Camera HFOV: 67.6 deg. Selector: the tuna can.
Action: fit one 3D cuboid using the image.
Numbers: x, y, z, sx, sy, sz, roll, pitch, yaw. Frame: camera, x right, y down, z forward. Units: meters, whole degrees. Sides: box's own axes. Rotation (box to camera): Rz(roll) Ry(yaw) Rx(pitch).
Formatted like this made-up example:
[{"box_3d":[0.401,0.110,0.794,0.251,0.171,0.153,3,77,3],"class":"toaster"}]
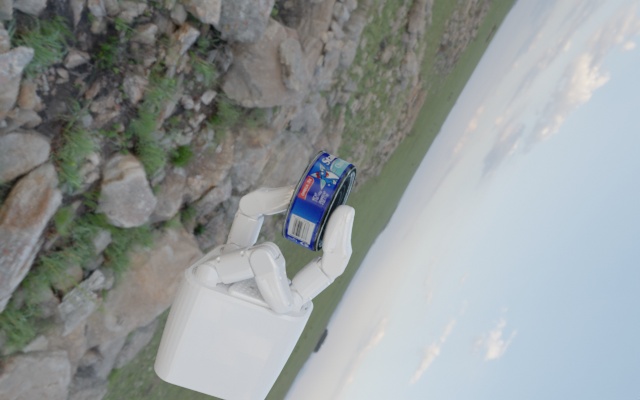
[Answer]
[{"box_3d":[0.001,0.002,0.424,0.034,0.086,0.086,25,4,10],"class":"tuna can"}]
